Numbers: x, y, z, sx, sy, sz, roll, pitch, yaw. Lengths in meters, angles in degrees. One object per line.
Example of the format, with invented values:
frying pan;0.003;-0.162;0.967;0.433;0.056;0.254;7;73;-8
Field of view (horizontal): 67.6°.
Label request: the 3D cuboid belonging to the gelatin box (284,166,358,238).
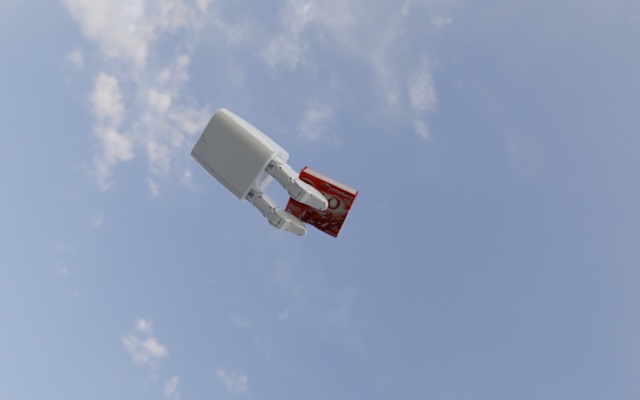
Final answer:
gelatin box;0.001;0.002;0.697;0.089;0.073;0.030;25;19;5
